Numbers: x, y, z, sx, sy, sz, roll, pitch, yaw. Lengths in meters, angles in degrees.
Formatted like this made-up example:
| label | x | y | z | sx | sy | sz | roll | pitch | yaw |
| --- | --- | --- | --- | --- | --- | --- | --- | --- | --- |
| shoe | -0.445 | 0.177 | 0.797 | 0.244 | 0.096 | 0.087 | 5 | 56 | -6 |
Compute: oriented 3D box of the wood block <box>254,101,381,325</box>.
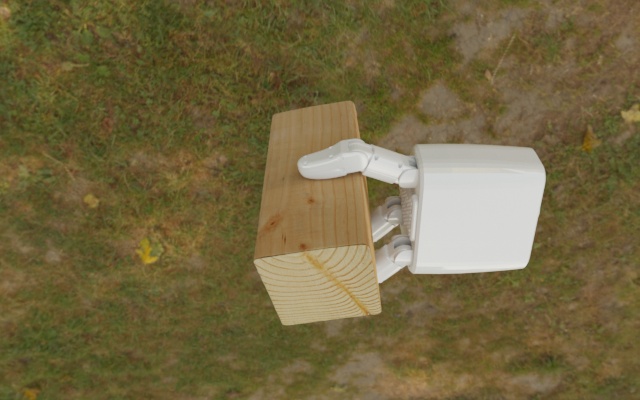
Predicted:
| label | x | y | z | sx | sy | sz | roll | pitch | yaw |
| --- | --- | --- | --- | --- | --- | --- | --- | --- | --- |
| wood block | 0.000 | 0.001 | 0.457 | 0.090 | 0.091 | 0.206 | -9 | 41 | 7 |
